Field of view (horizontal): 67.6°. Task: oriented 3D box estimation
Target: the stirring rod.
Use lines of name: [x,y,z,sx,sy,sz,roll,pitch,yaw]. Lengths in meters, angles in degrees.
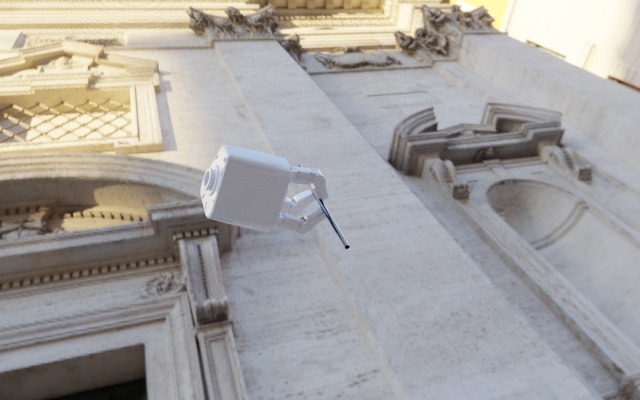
stirring rod: [0.000,0.003,0.794,0.011,0.011,0.239,0,33,-23]
